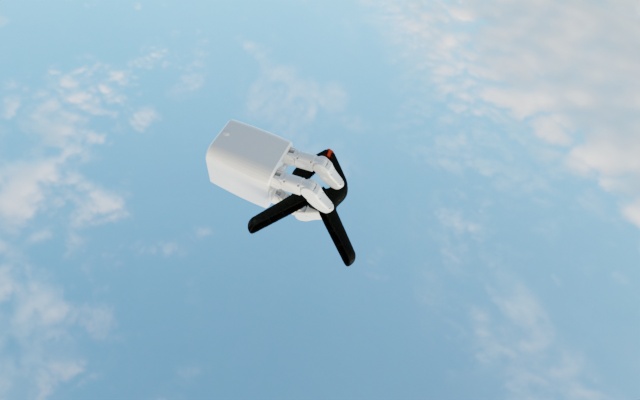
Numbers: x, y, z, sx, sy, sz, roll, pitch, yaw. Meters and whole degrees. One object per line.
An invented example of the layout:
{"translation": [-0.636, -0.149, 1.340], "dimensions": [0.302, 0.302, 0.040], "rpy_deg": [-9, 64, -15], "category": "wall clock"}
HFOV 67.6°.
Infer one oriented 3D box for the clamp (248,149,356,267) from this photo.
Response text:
{"translation": [0.000, 0.002, 0.753], "dimensions": [0.164, 0.209, 0.036], "rpy_deg": [25, -40, 0], "category": "clamp"}
